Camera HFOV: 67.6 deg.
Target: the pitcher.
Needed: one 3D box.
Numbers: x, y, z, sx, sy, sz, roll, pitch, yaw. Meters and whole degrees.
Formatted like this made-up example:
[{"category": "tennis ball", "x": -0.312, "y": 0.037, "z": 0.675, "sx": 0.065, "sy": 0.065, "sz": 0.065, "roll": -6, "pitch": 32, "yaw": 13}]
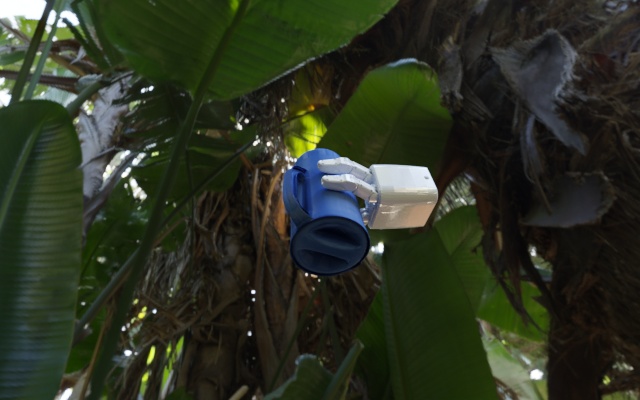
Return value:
[{"category": "pitcher", "x": 0.000, "y": 0.003, "z": 0.863, "sx": 0.145, "sy": 0.149, "sz": 0.242, "roll": 1, "pitch": 37, "yaw": -7}]
